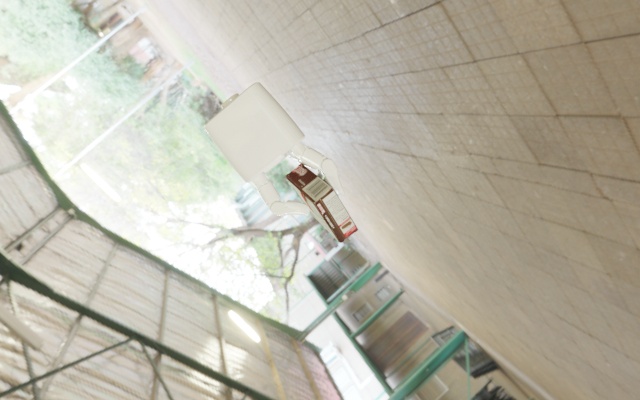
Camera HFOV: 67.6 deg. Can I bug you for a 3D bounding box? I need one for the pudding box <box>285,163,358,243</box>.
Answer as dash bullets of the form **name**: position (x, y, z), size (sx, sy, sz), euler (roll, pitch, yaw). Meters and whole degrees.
- **pudding box**: position (0.000, 0.002, 0.724), size (0.039, 0.090, 0.113), euler (-38, 34, -6)
